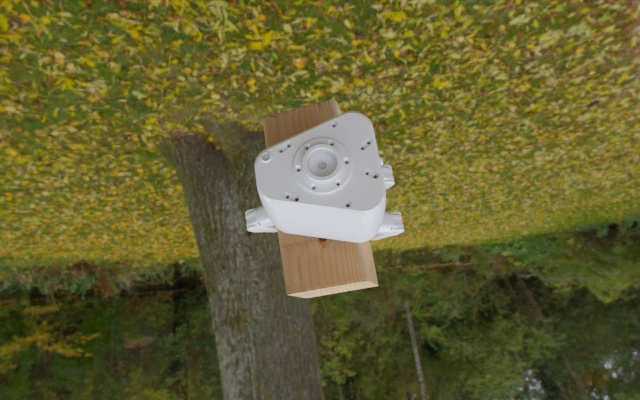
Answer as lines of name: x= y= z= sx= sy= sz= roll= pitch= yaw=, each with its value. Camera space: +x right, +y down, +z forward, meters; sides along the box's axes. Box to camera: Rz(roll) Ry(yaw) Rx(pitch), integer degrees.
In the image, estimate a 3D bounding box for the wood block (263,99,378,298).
wood block: x=0.000 y=0.002 z=0.557 sx=0.091 sy=0.206 sz=0.090 roll=-12 pitch=-16 yaw=11
